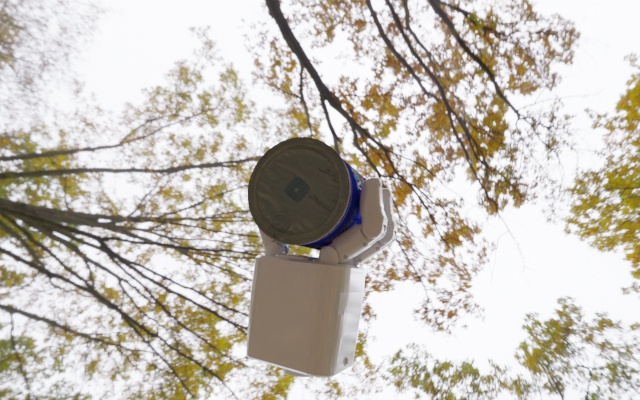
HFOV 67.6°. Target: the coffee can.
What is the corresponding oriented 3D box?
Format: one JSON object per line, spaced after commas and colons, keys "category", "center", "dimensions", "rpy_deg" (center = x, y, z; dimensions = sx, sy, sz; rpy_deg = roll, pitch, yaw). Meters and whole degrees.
{"category": "coffee can", "center": [0.000, 0.001, 0.508], "dimensions": [0.103, 0.103, 0.140], "rpy_deg": [0, -10, 19]}
